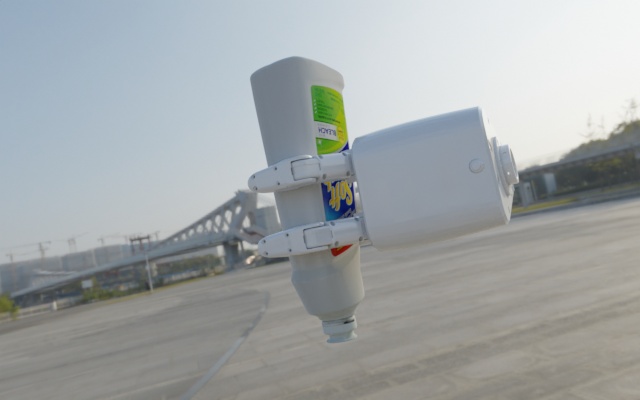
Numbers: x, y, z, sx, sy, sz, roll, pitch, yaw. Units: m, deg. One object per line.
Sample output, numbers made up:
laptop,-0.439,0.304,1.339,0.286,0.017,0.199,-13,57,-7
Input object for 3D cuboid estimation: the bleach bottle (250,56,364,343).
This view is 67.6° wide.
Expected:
bleach bottle,0.000,0.001,0.446,0.068,0.251,0.102,-14,-6,29
